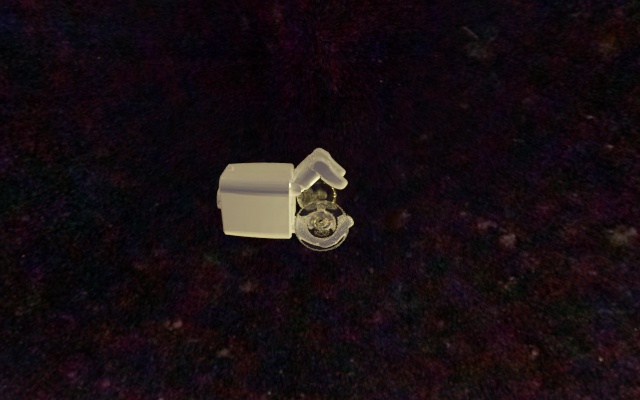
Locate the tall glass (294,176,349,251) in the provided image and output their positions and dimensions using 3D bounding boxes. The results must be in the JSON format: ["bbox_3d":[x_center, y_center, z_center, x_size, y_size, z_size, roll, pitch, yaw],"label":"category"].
[{"bbox_3d":[0.000,0.003,0.741,0.079,0.079,0.201,0,19,0],"label":"tall glass"}]
